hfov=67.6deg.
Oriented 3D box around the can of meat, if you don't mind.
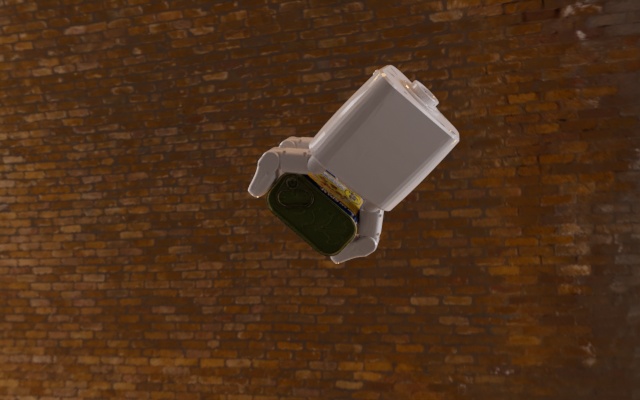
[{"bbox_3d":[0.000,0.002,0.542,0.102,0.057,0.084,40,25,-1],"label":"can of meat"}]
